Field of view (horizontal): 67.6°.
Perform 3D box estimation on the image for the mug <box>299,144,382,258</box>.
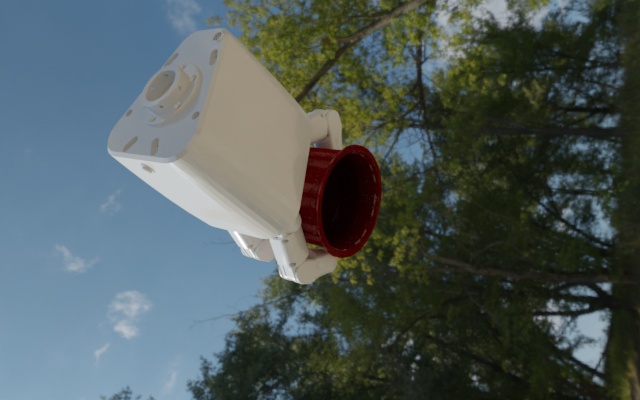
[{"bbox_3d":[0.001,0.002,0.421,0.081,0.093,0.117,10,-22,36],"label":"mug"}]
